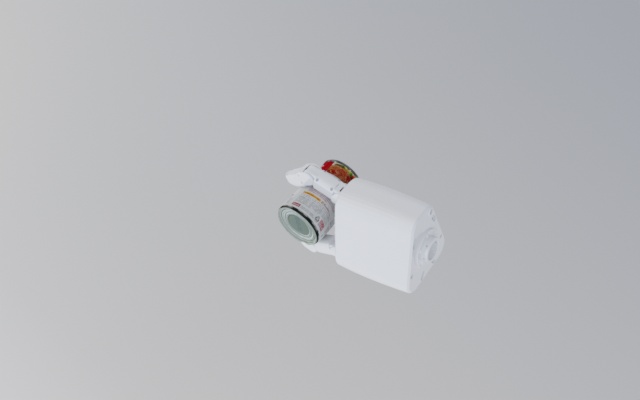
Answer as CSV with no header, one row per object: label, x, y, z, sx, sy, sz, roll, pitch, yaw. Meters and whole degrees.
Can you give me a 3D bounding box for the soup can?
soup can,0.000,0.002,0.638,0.068,0.068,0.102,0,39,50
